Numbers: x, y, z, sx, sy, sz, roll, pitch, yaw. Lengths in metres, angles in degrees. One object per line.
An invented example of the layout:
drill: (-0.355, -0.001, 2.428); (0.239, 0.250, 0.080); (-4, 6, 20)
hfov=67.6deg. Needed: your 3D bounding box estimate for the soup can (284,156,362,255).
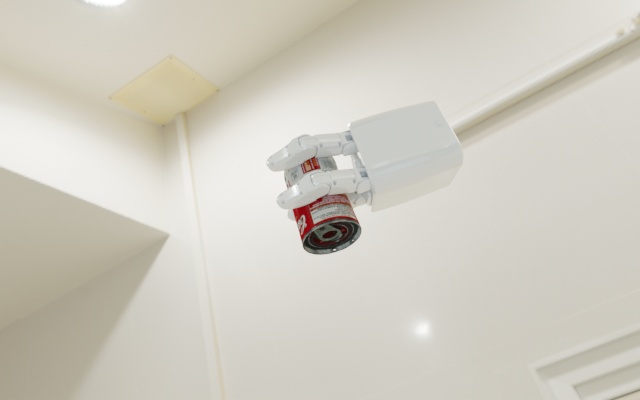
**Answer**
soup can: (0.000, 0.002, 0.552); (0.068, 0.102, 0.069); (-12, -33, -8)
